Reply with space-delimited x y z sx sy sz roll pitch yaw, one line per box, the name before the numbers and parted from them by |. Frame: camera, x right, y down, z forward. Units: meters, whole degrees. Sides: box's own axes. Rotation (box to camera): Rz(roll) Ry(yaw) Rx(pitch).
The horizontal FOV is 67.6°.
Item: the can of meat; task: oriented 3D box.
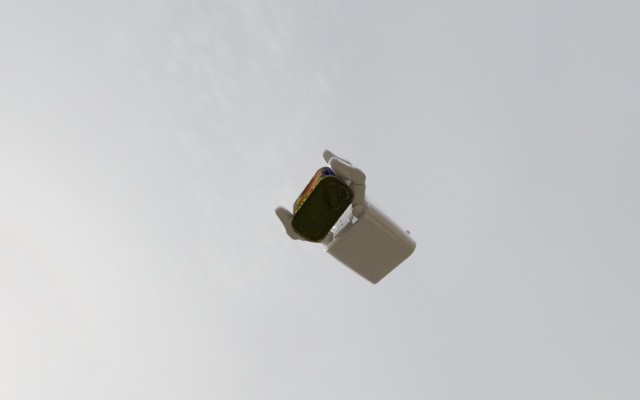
can of meat | 0.000 0.002 0.726 0.057 0.102 0.084 35 11 -12
